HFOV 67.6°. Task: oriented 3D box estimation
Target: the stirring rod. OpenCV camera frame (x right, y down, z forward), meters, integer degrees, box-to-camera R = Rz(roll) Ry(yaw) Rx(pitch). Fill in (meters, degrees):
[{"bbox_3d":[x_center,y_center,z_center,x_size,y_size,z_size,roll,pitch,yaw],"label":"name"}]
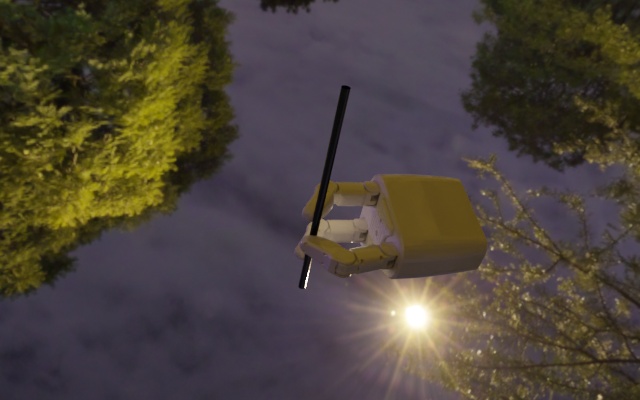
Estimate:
[{"bbox_3d":[0.000,0.001,0.465,0.011,0.240,0.011,8,36,-6],"label":"stirring rod"}]
